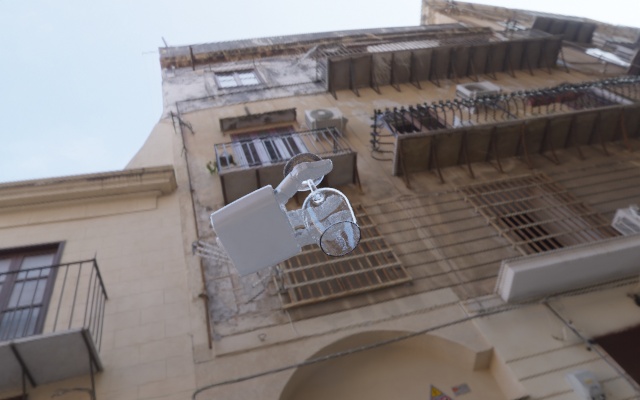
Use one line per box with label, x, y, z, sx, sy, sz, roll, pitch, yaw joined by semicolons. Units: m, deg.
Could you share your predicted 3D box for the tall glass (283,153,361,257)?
tall glass;0.000;0.002;0.745;0.079;0.079;0.201;0;31;-20
